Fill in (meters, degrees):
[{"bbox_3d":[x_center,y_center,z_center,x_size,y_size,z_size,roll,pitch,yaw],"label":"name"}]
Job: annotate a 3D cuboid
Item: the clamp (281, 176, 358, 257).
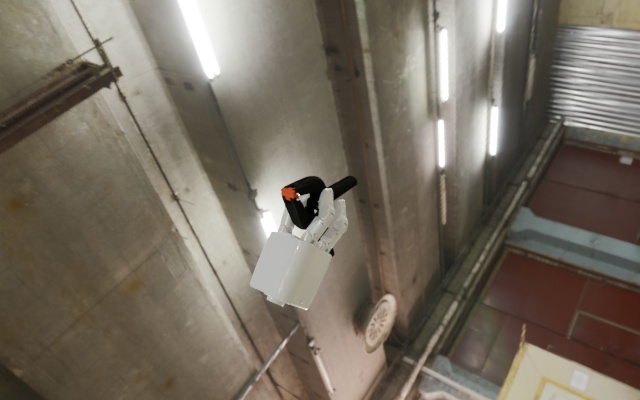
[{"bbox_3d":[-0.001,0.003,0.854,0.036,0.164,0.210,14,-13,32],"label":"clamp"}]
